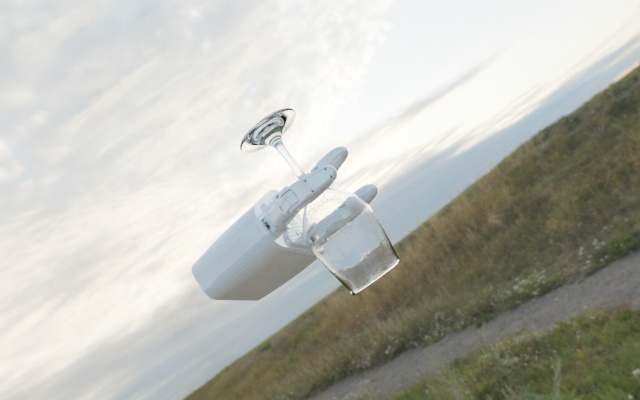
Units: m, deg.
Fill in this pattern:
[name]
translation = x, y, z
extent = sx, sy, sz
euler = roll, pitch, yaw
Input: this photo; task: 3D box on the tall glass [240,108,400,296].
[tall glass]
translation = 0.000, 0.001, 0.510
extent = 0.079, 0.201, 0.079
euler = -35, -10, -7
